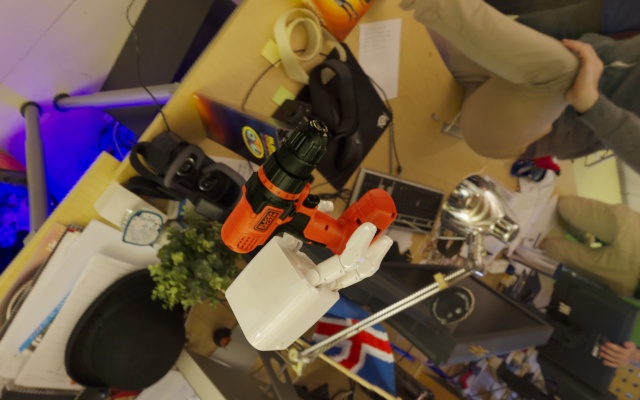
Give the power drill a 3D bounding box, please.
[{"bbox_3d":[0.000,0.002,0.566,0.188,0.057,0.184,18,-54,-36],"label":"power drill"}]
